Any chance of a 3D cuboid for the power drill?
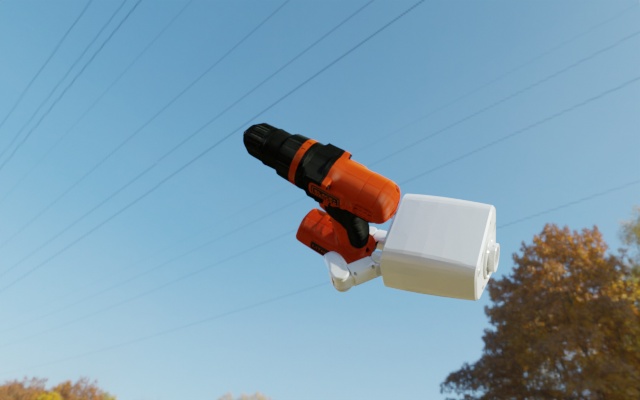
[{"bbox_3d":[0.000,0.002,0.554,0.184,0.057,0.188,30,-22,19],"label":"power drill"}]
